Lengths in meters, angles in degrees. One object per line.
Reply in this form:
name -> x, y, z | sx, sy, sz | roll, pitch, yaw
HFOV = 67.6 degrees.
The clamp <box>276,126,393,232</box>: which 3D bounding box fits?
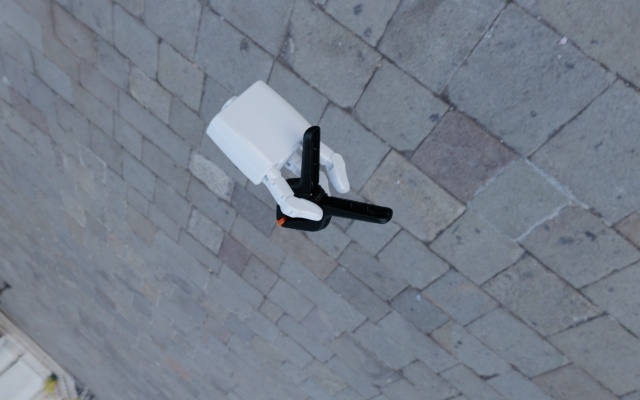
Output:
clamp -> -0.001, 0.003, 0.701 | 0.036, 0.164, 0.210 | -47, 2, -38
